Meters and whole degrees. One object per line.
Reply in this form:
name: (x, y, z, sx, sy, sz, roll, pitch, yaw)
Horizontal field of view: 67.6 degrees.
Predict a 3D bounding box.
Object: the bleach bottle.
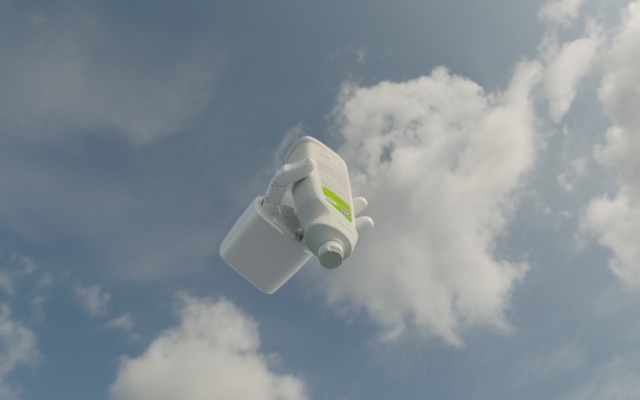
bleach bottle: (0.000, 0.002, 0.676, 0.102, 0.068, 0.250, 32, 24, -20)
